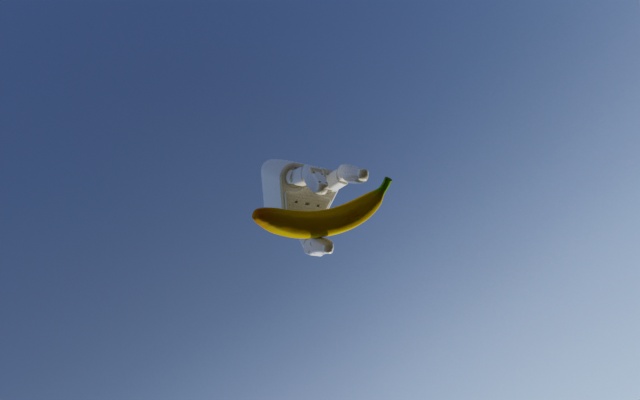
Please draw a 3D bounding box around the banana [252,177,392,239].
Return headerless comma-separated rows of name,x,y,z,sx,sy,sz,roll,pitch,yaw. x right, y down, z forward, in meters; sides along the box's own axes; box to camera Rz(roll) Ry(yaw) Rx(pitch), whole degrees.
banana,0.005,0.018,0.641,0.198,0.070,0.037,-15,26,-20
